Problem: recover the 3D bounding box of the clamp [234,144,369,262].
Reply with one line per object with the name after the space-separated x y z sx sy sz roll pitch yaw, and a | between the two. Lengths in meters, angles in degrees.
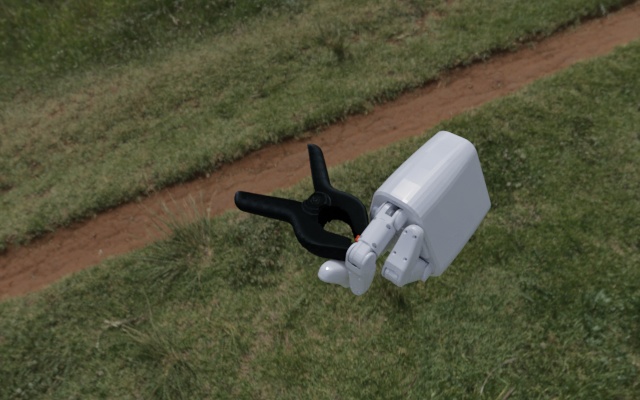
0.000 0.002 0.521 0.171 0.120 0.039 33 -21 28 | clamp
